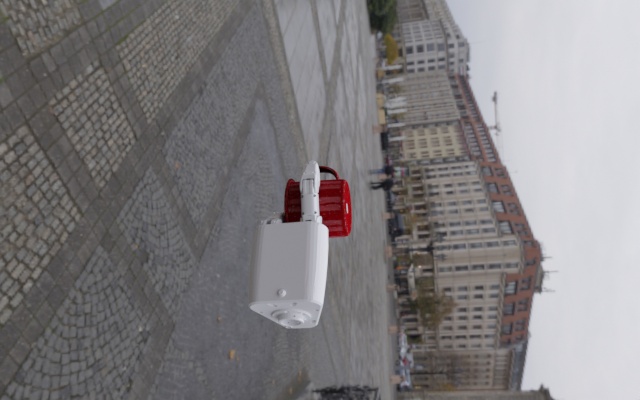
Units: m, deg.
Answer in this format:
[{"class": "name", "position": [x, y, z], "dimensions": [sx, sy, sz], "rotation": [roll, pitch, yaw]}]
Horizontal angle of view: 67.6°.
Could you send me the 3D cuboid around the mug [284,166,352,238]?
[{"class": "mug", "position": [0.000, 0.001, 0.682], "dimensions": [0.081, 0.117, 0.093], "rotation": [-3, -32, 10]}]
